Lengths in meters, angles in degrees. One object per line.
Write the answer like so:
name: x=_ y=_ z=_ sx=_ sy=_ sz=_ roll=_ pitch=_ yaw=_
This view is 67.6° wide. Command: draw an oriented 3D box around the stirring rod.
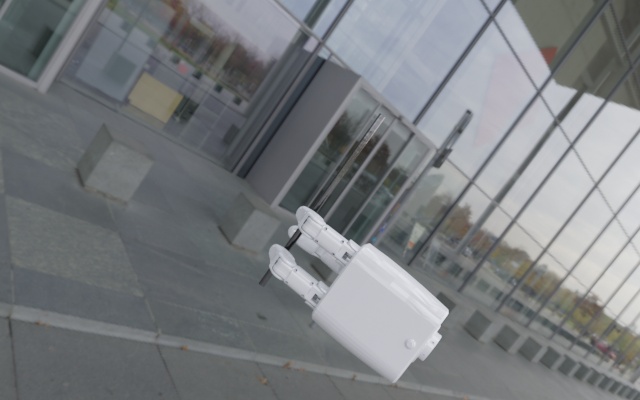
stirring rod: x=0.000 y=0.002 z=0.549 sx=0.011 sy=0.239 sz=0.011 roll=35 pitch=6 yaw=-4
